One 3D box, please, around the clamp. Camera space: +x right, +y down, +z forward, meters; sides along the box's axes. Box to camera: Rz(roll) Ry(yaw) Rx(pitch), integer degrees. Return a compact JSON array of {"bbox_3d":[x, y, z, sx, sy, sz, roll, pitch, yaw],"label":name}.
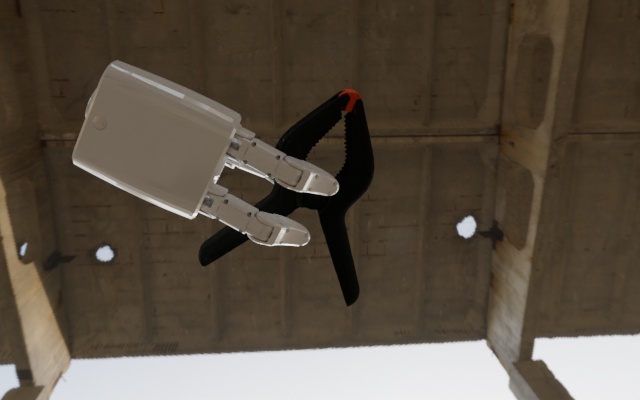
[{"bbox_3d":[0.000,0.001,0.452,0.164,0.210,0.036,25,15,-15],"label":"clamp"}]
